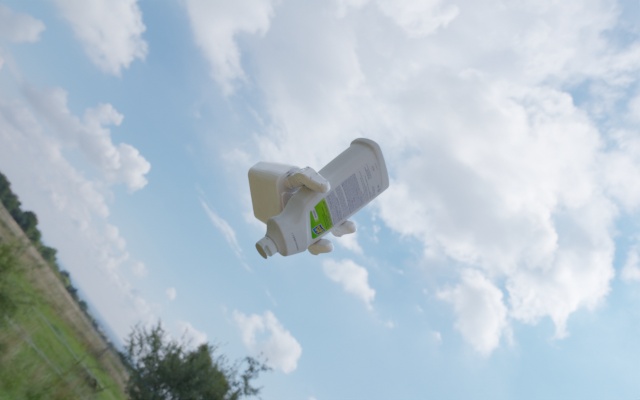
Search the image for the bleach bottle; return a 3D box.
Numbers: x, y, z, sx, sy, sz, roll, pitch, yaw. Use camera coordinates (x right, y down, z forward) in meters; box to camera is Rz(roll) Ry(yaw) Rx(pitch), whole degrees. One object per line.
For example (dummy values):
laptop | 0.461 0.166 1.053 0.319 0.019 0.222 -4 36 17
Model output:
bleach bottle | 0.000 0.003 0.758 0.250 0.103 0.068 -36 32 -26
